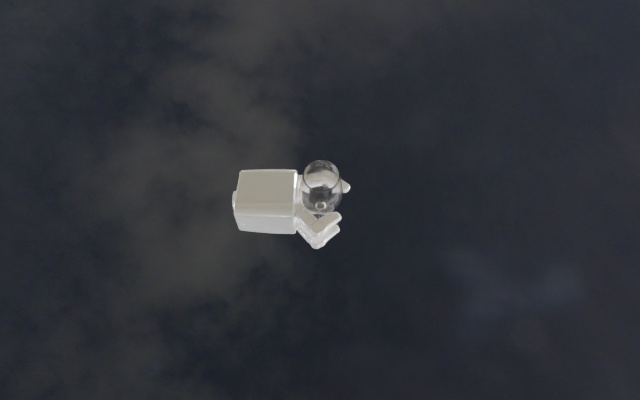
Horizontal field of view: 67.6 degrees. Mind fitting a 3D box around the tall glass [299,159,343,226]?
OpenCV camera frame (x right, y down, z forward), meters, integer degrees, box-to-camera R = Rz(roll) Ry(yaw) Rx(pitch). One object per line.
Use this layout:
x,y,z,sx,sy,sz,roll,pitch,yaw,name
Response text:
0.000,0.003,0.871,0.079,0.079,0.201,0,-27,-1,tall glass
